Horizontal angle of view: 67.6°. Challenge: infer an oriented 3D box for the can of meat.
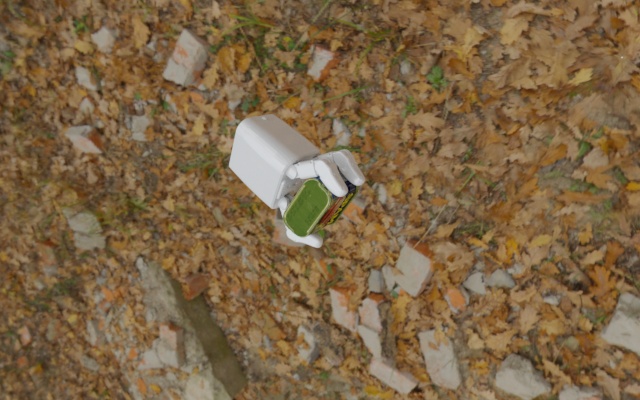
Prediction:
[{"bbox_3d":[0.000,0.003,0.722,0.057,0.102,0.084,44,32,14],"label":"can of meat"}]
